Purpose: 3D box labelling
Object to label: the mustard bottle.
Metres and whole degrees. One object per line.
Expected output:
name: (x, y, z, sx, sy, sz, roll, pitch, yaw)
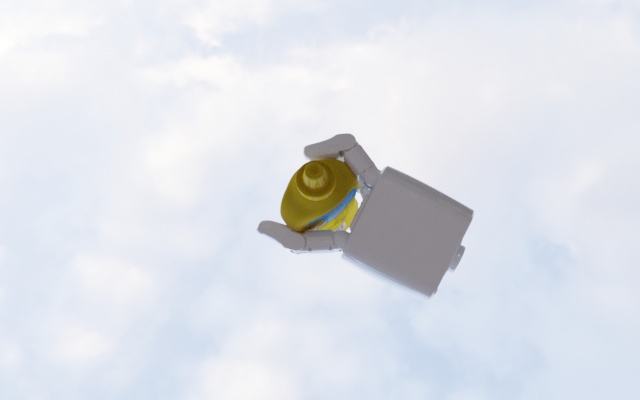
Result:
mustard bottle: (0.000, 0.002, 0.550, 0.096, 0.058, 0.192, -36, -17, -8)
